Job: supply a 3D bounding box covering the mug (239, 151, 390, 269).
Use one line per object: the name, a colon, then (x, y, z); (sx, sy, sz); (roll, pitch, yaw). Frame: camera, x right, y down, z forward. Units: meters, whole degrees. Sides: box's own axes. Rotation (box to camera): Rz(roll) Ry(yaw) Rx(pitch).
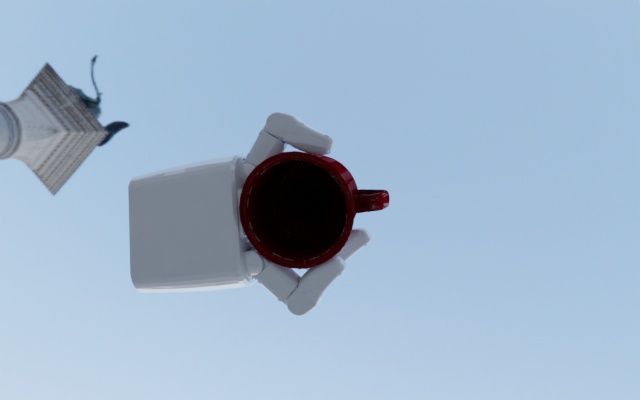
mug: (0.001, 0.001, 0.407); (0.117, 0.093, 0.081); (-7, 7, 13)
